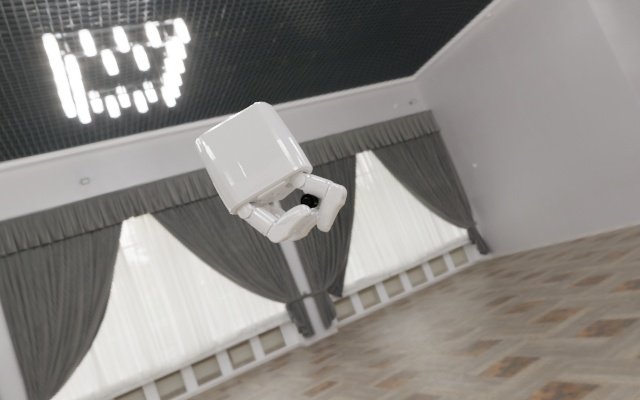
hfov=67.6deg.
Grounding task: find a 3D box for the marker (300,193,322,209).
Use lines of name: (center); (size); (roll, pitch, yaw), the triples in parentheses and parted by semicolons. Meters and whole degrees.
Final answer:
marker: (0.000, 0.002, 0.623); (0.020, 0.020, 0.121); (0, -1, 17)
